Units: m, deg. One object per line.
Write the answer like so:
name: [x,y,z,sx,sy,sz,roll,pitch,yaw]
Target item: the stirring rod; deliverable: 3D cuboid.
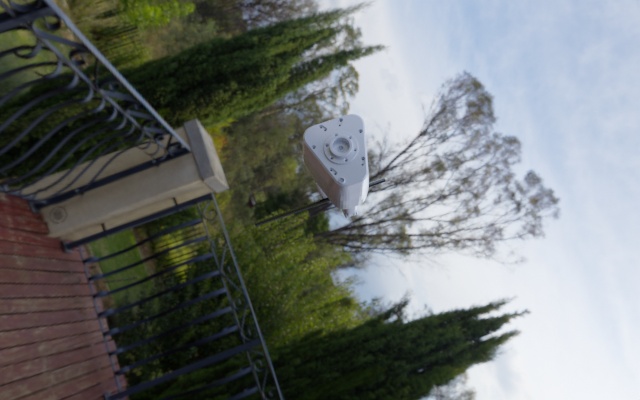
stirring rod: [0.000,0.003,0.835,0.239,0.011,0.011,-19,1,-4]
